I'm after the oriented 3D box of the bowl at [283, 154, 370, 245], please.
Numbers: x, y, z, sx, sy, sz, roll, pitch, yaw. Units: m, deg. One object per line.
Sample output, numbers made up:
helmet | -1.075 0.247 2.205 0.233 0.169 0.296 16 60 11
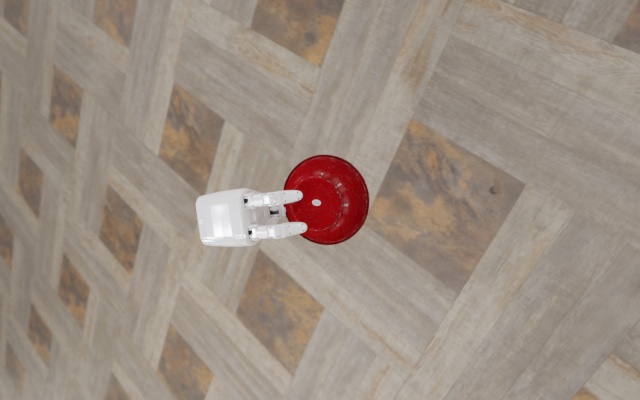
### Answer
bowl | 0.001 0.002 0.819 0.162 0.162 0.055 0 7 18
